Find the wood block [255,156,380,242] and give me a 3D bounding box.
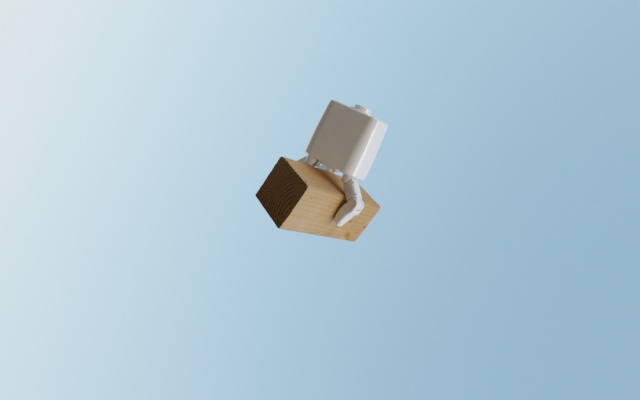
[{"bbox_3d":[0.001,0.003,0.853,0.206,0.090,0.090,14,28,-48],"label":"wood block"}]
